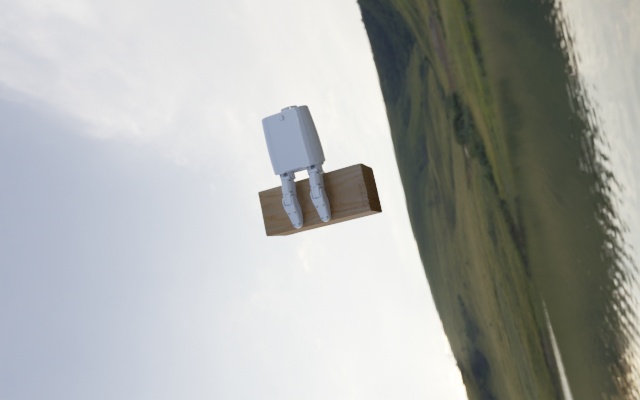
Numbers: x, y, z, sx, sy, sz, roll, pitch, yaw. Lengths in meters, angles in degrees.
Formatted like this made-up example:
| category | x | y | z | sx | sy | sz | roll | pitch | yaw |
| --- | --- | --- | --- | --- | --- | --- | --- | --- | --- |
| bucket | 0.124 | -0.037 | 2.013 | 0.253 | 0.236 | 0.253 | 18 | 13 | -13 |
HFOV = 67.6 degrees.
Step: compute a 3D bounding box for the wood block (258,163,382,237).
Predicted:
| category | x | y | z | sx | sy | sz | roll | pitch | yaw |
| --- | --- | --- | --- | --- | --- | --- | --- | --- | --- |
| wood block | 0.000 | 0.003 | 0.899 | 0.206 | 0.090 | 0.091 | -15 | -7 | 20 |
